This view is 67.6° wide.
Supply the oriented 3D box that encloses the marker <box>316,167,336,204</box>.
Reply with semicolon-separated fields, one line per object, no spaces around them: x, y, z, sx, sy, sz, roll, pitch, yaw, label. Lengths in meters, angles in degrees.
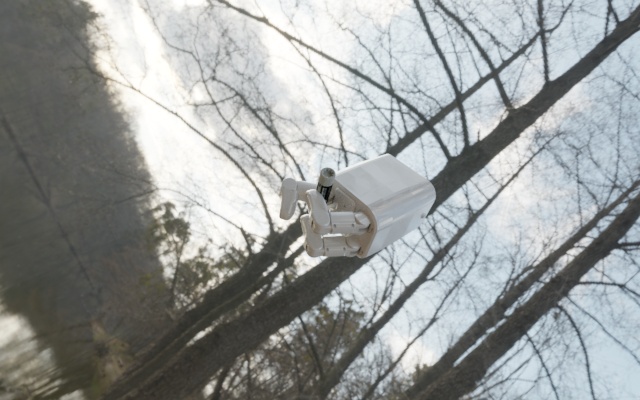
0.000;0.002;0.618;0.020;0.020;0.121;0;-36;-11;marker
